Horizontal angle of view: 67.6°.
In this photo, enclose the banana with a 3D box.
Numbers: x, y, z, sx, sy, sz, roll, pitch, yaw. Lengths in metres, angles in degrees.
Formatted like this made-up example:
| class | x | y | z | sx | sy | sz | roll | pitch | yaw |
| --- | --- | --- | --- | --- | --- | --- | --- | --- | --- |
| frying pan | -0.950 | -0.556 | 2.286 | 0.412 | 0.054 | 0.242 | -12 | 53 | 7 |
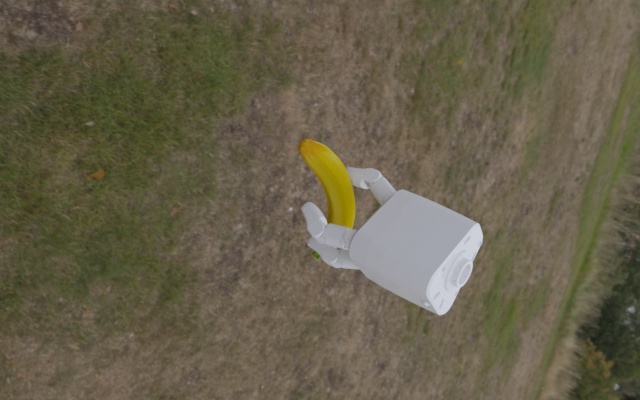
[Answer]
| class | x | y | z | sx | sy | sz | roll | pitch | yaw |
| --- | --- | --- | --- | --- | --- | --- | --- | --- | --- |
| banana | 0.014 | -0.004 | 0.631 | 0.069 | 0.198 | 0.037 | -33 | 45 | -29 |
